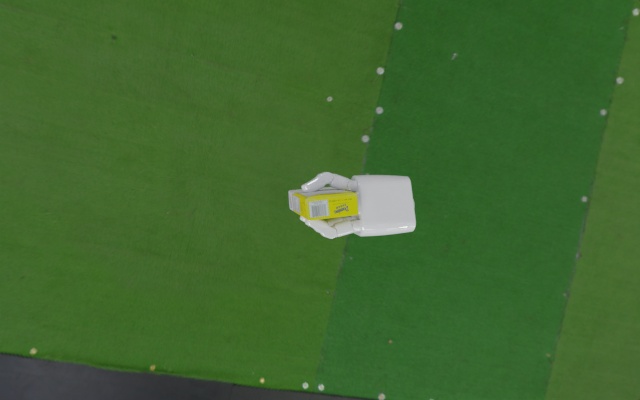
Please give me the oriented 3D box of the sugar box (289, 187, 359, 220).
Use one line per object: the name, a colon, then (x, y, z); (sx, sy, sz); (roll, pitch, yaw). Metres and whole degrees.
sugar box: (0.000, 0.003, 0.893); (0.093, 0.048, 0.176); (-5, 4, -12)
